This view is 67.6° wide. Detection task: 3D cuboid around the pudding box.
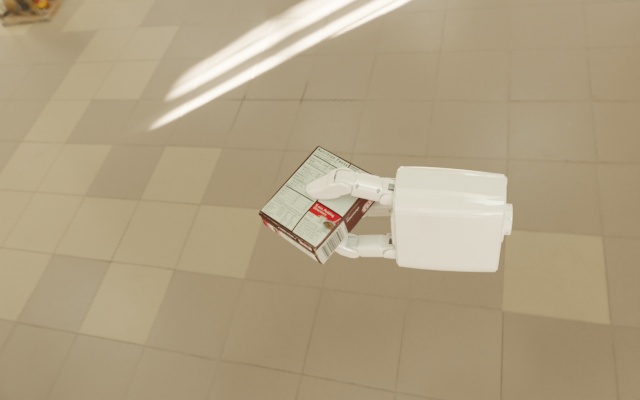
[{"bbox_3d":[0.000,0.002,0.542,0.090,0.113,0.039,31,-21,29],"label":"pudding box"}]
